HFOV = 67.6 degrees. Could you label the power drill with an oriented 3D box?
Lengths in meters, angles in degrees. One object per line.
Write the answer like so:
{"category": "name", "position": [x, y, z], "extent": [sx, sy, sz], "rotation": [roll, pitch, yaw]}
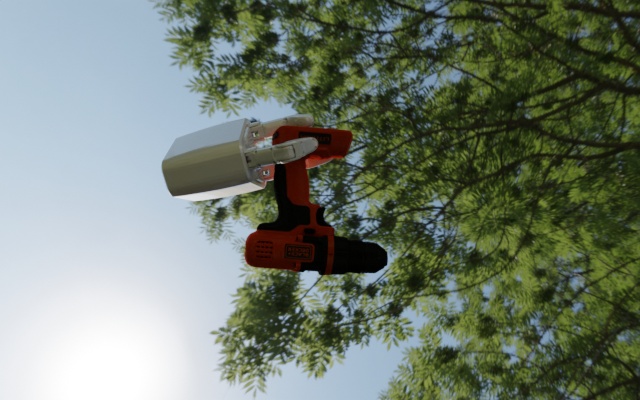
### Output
{"category": "power drill", "position": [0.000, 0.002, 0.620], "extent": [0.184, 0.187, 0.057], "rotation": [5, -9, -8]}
